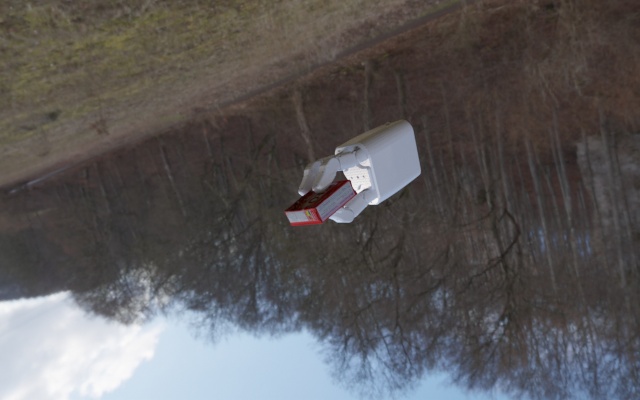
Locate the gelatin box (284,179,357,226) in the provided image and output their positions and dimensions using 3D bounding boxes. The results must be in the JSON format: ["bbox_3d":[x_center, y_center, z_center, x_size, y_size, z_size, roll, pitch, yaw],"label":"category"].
[{"bbox_3d":[0.000,0.003,0.727,0.073,0.030,0.089,-7,26,49],"label":"gelatin box"}]
